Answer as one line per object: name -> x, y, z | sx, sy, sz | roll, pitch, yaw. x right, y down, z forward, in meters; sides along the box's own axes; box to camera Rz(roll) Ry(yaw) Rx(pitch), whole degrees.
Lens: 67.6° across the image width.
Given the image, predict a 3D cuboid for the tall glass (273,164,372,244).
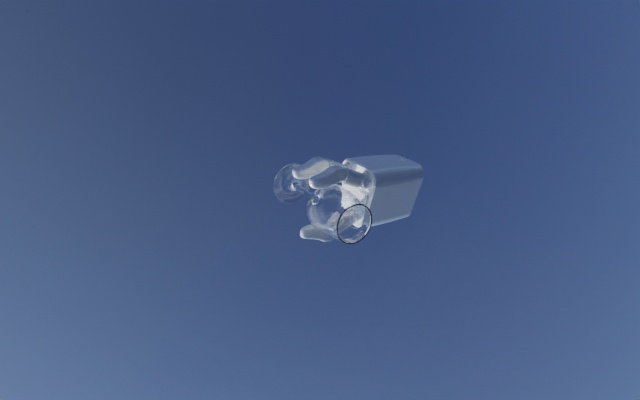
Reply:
tall glass -> 0.000, 0.002, 0.761 | 0.079, 0.079, 0.201 | 0, 19, -31
